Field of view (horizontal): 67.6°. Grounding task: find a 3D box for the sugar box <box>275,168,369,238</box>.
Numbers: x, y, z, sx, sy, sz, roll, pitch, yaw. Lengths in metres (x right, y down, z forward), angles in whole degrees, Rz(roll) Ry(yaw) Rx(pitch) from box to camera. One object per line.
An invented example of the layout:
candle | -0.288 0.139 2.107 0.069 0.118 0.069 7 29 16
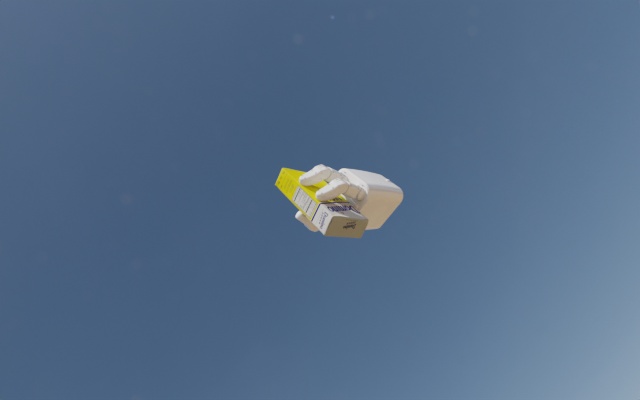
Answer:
sugar box | 0.000 0.002 0.875 0.093 0.048 0.176 7 23 -42
